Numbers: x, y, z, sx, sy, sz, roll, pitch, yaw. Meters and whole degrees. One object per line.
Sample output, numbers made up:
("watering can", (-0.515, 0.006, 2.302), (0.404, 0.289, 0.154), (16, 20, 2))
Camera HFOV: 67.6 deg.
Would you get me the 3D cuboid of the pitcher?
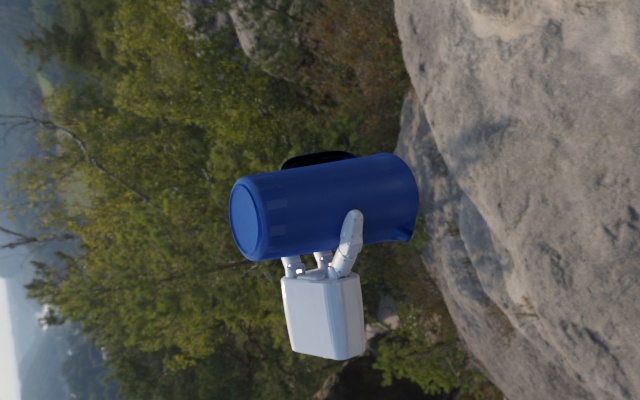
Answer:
("pitcher", (0.000, 0.002, 0.660), (0.243, 0.145, 0.149), (-8, 4, -32))
